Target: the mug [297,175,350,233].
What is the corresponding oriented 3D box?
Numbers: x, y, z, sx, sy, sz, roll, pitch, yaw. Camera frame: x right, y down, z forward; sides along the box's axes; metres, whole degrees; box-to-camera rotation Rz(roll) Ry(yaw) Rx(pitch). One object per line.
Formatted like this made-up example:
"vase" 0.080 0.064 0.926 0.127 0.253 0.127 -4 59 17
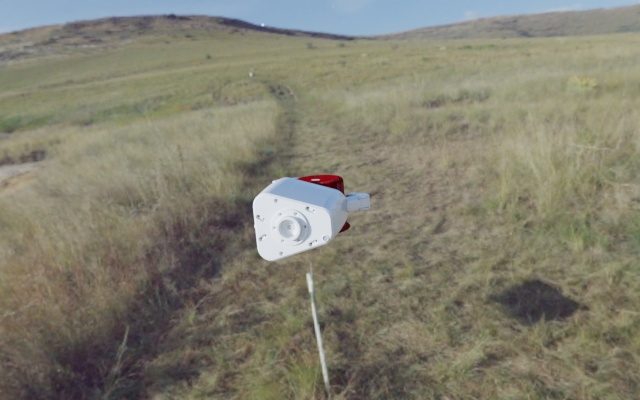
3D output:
"mug" 0.000 0.002 0.766 0.093 0.081 0.117 -2 12 11
